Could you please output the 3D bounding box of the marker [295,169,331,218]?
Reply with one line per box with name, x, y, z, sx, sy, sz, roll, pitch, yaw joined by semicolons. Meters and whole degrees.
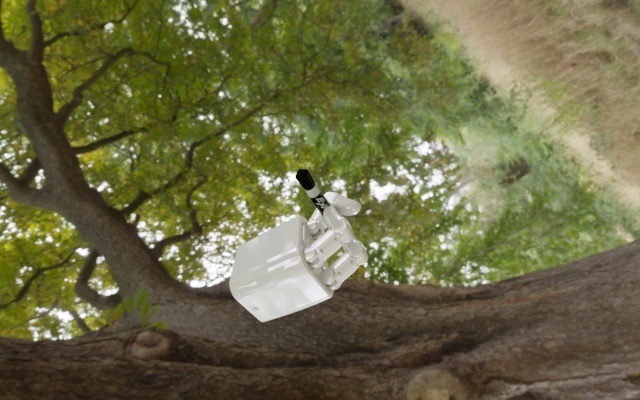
marker;0.000;0.002;0.630;0.020;0.020;0.121;0;-39;33
